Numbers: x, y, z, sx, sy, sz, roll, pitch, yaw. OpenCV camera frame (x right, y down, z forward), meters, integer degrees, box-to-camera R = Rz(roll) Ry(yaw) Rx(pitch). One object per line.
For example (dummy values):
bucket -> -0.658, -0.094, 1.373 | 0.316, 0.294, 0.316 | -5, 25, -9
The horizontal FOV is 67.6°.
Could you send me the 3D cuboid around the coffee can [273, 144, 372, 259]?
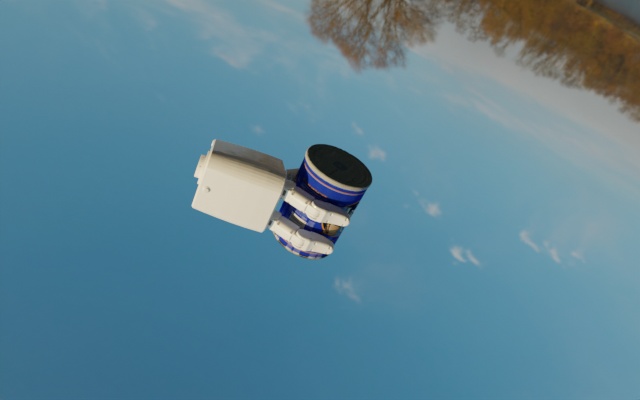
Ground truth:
coffee can -> 0.000, 0.002, 0.710 | 0.103, 0.140, 0.102 | 20, 32, -13
